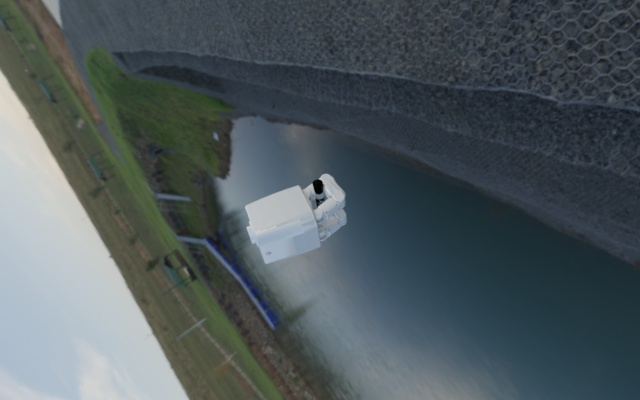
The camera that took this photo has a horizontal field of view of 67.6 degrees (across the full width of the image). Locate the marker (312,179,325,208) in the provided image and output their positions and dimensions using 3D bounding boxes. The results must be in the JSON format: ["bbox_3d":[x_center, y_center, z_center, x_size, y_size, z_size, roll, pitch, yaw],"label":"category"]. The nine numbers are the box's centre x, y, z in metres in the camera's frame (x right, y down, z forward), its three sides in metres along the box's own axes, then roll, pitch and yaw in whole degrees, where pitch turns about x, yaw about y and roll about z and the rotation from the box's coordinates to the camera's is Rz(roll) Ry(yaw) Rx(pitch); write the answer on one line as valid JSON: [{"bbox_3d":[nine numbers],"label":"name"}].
[{"bbox_3d":[0.000,0.003,0.882,0.020,0.020,0.121,0,-37,7],"label":"marker"}]
